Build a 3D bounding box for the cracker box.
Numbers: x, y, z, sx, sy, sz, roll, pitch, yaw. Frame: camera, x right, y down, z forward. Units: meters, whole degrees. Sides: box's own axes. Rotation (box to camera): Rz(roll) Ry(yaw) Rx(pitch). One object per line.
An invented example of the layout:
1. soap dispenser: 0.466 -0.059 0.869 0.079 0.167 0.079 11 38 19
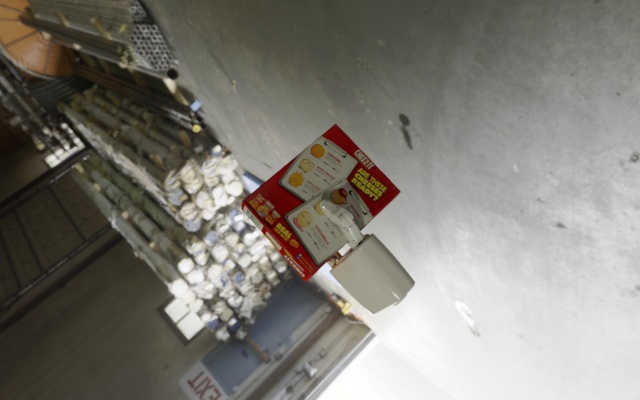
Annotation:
1. cracker box: 0.000 0.003 0.801 0.213 0.164 0.072 -42 -4 -19
